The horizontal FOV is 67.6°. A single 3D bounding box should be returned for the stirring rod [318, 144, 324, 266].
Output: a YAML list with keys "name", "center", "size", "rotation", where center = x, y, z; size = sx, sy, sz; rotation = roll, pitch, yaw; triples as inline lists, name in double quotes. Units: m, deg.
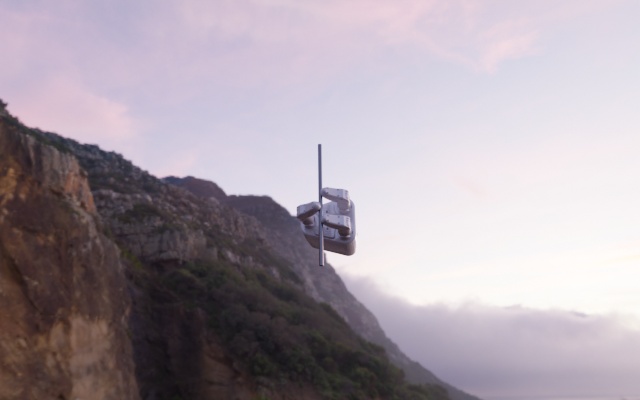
- name: "stirring rod"
  center: [0.000, 0.003, 0.881]
  size: [0.011, 0.239, 0.011]
  rotation: [-1, -22, 0]
